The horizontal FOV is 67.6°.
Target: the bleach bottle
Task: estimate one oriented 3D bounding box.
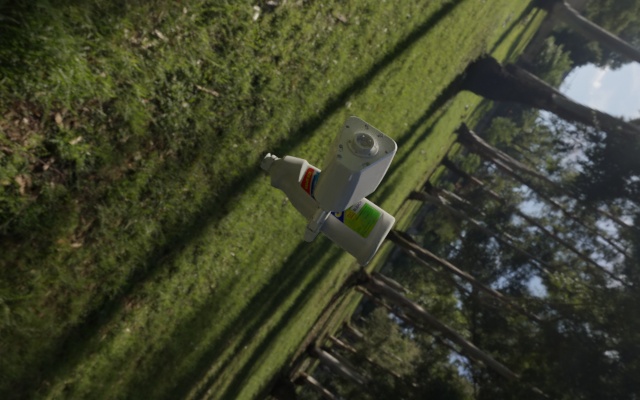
[{"bbox_3d":[0.000,0.003,0.834,0.251,0.102,0.068,34,-35,6],"label":"bleach bottle"}]
